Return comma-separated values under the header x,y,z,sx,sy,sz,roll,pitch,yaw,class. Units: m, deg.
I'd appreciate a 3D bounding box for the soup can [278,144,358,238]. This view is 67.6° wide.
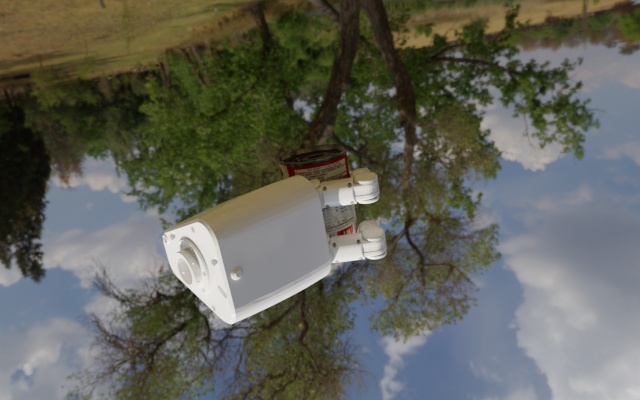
x,y,z,sx,sy,sz,roll,pitch,yaw,class
0.000,0.002,0.477,0.068,0.102,0.068,-9,17,3,soup can
